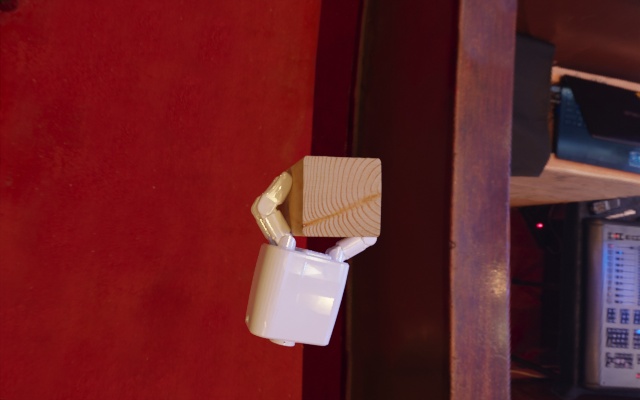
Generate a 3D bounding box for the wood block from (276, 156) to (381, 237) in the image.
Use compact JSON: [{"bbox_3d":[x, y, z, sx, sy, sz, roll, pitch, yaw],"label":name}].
[{"bbox_3d":[0.000,0.002,0.621,0.091,0.090,0.206,2,-4,-14],"label":"wood block"}]
